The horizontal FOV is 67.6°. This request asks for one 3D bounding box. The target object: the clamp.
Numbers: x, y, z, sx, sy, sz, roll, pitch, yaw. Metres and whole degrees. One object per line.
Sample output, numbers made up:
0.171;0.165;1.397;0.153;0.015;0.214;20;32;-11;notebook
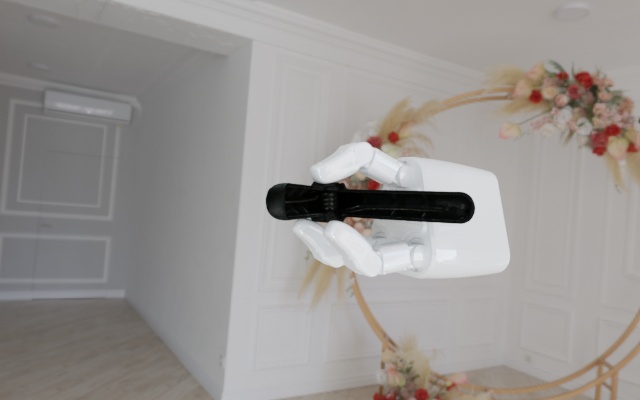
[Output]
0.000;0.001;0.416;0.164;0.036;0.210;3;0;-30;clamp
